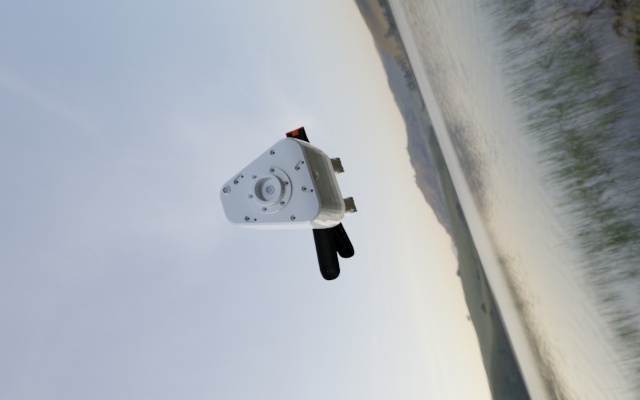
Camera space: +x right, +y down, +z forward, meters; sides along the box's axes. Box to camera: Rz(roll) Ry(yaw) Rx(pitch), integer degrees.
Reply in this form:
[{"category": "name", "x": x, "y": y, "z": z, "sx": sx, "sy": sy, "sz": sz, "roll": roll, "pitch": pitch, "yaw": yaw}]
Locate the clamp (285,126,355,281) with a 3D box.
[{"category": "clamp", "x": -0.001, "y": 0.002, "z": 0.668, "sx": 0.036, "sy": 0.210, "sz": 0.164, "roll": -19, "pitch": -7, "yaw": 11}]
